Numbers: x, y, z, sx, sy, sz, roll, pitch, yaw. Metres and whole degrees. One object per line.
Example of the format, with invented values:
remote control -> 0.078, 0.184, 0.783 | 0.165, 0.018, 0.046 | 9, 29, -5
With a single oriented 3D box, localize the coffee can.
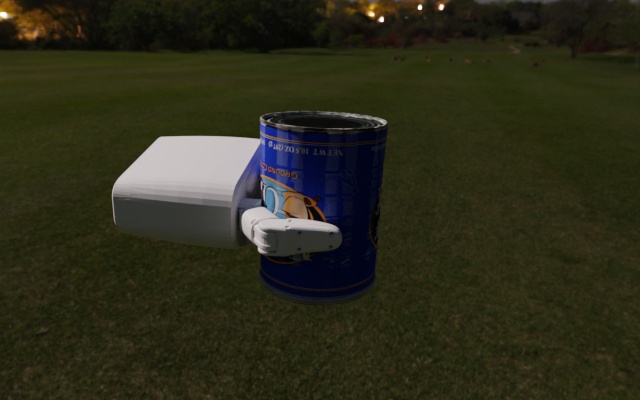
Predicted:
coffee can -> 0.000, 0.001, 0.403 | 0.103, 0.140, 0.102 | 2, 17, -1
